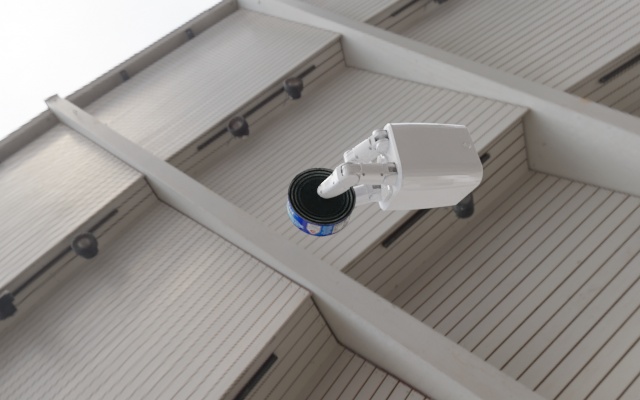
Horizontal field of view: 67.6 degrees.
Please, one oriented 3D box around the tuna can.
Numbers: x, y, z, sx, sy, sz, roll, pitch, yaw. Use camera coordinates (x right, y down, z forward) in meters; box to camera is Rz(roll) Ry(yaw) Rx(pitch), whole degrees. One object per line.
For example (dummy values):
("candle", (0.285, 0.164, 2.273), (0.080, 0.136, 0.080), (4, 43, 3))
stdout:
("tuna can", (0.000, 0.002, 0.607), (0.086, 0.086, 0.034), (0, -33, -9))
